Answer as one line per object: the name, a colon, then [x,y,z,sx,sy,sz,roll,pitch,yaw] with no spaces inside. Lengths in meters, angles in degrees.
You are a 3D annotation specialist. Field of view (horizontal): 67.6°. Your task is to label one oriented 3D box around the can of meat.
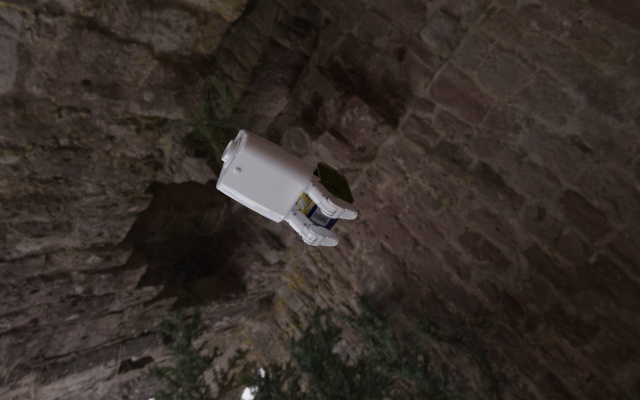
can of meat: [0.000,0.003,0.741,0.057,0.084,0.102,28,23,-22]
